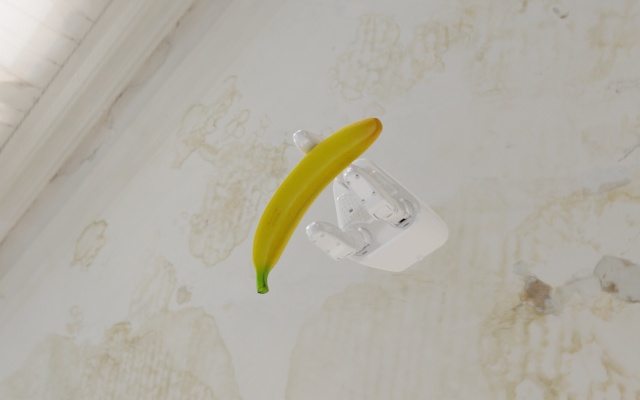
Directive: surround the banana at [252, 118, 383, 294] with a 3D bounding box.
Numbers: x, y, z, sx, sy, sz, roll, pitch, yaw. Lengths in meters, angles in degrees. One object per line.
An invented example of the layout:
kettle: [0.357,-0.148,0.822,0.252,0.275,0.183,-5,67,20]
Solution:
banana: [-0.013,-0.004,0.471,0.069,0.198,0.037,37,4,42]
